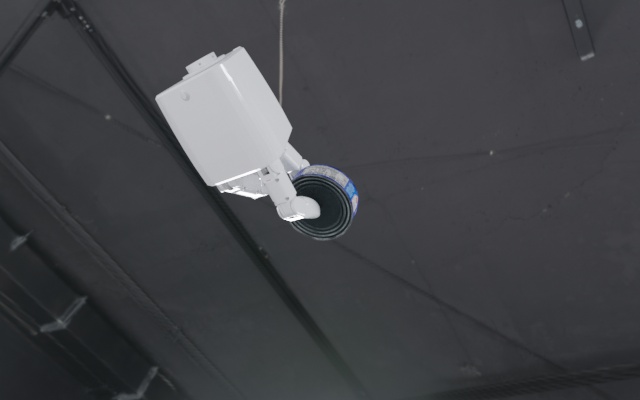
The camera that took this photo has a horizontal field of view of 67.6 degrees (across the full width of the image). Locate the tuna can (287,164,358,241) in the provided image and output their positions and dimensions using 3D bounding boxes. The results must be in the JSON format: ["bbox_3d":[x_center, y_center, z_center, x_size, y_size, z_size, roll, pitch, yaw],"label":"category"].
[{"bbox_3d":[0.000,0.002,0.555,0.086,0.086,0.033,0,29,20],"label":"tuna can"}]
